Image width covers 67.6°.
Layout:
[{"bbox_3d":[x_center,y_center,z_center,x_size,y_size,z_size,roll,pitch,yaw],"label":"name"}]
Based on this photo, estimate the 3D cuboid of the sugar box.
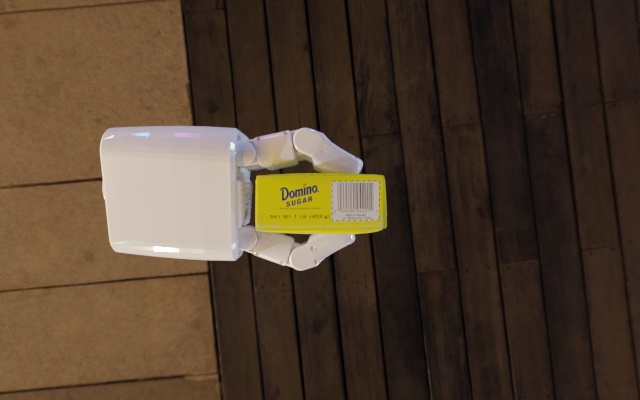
[{"bbox_3d":[0.000,0.001,0.418,0.093,0.048,0.176,1,2,-1],"label":"sugar box"}]
